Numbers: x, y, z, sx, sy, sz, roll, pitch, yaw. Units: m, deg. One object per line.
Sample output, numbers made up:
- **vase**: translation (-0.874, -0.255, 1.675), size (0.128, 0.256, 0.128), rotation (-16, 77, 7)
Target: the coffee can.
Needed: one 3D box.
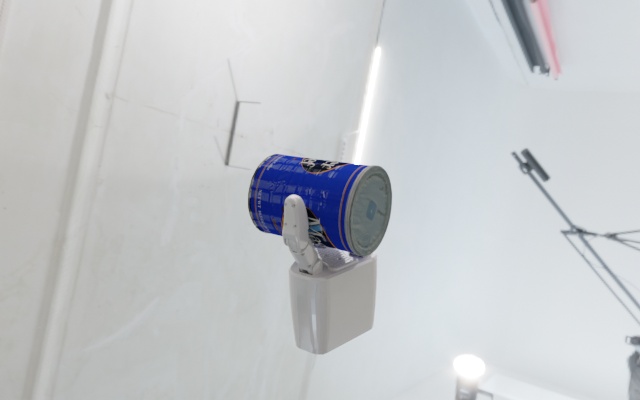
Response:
- **coffee can**: translation (0.000, 0.002, 0.568), size (0.140, 0.103, 0.103), rotation (10, 5, 32)
